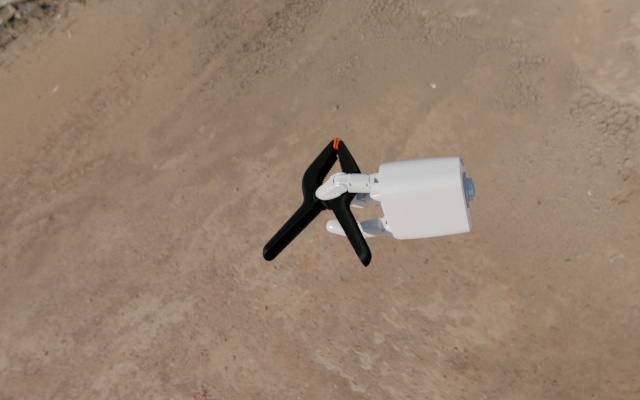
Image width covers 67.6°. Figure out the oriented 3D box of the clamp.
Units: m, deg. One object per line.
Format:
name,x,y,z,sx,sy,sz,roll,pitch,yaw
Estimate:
clamp,0.000,0.001,0.702,0.164,0.209,0.036,-6,-31,21
